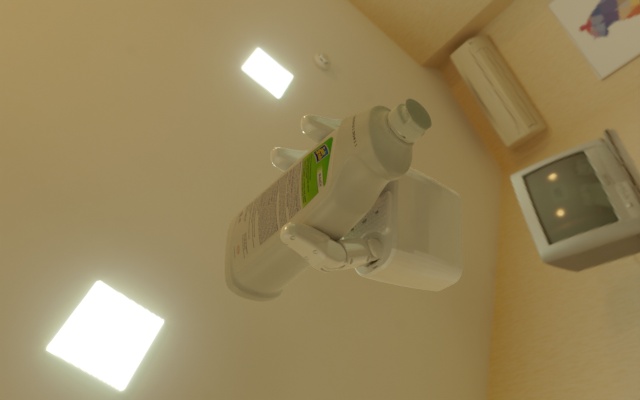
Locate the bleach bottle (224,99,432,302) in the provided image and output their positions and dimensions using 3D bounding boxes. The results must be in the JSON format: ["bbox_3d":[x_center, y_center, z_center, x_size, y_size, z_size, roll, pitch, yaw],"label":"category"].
[{"bbox_3d":[0.000,0.001,0.438,0.068,0.102,0.251,20,-41,-32],"label":"bleach bottle"}]
